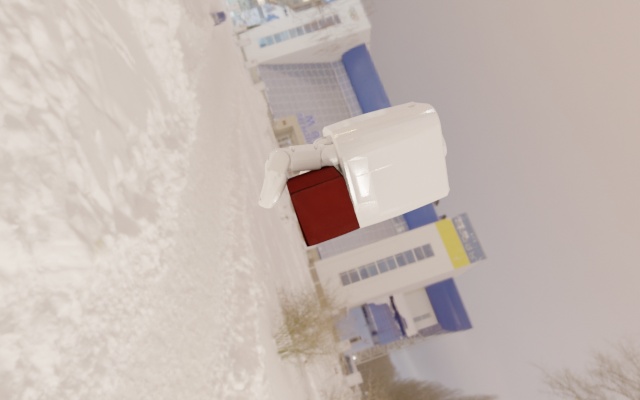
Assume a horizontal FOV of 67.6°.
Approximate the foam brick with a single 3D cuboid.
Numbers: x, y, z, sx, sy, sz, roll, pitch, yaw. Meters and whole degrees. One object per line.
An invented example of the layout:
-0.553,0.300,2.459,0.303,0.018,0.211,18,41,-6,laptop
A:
0.000,0.002,0.452,0.051,0.053,0.078,-18,15,-2,foam brick
